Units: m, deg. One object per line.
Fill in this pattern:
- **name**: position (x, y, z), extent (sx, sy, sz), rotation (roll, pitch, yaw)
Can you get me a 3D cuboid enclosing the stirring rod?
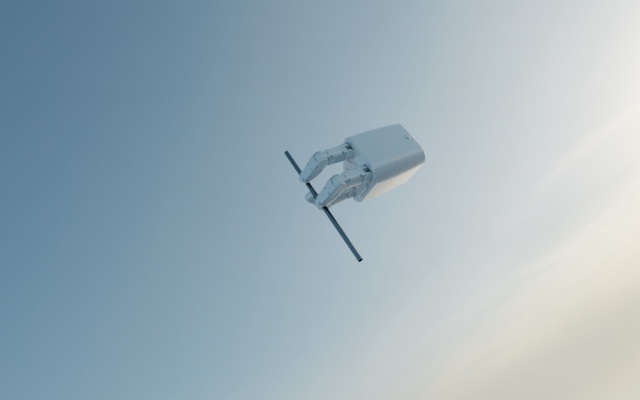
- **stirring rod**: position (0.000, 0.003, 0.761), extent (0.011, 0.239, 0.011), rotation (-25, -32, -16)
